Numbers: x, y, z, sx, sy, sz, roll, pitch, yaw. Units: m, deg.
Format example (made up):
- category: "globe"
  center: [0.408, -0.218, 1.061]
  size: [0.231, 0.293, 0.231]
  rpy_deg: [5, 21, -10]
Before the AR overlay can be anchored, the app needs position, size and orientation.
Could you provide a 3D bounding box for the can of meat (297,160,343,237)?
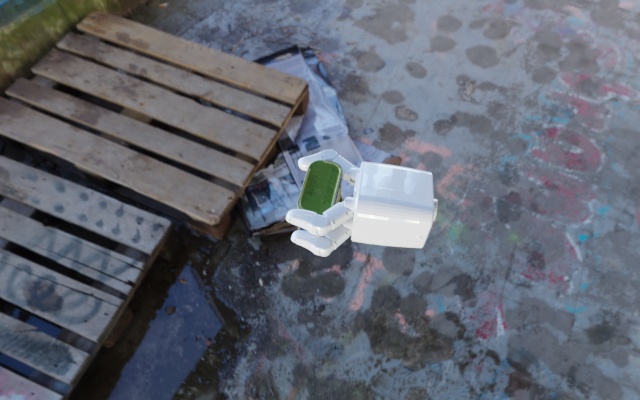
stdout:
- category: "can of meat"
  center: [0.000, 0.002, 0.709]
  size: [0.057, 0.102, 0.084]
  rpy_deg: [11, -31, 6]
